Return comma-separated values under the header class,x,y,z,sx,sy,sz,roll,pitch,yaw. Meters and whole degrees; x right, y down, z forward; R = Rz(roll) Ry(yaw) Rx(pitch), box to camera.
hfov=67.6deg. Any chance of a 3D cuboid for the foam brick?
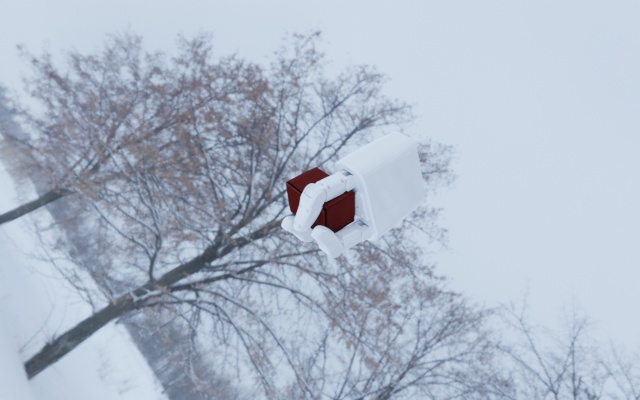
class,x,y,z,sx,sy,sz,roll,pitch,yaw
foam brick,0.000,0.002,0.623,0.051,0.053,0.078,-32,49,-28
